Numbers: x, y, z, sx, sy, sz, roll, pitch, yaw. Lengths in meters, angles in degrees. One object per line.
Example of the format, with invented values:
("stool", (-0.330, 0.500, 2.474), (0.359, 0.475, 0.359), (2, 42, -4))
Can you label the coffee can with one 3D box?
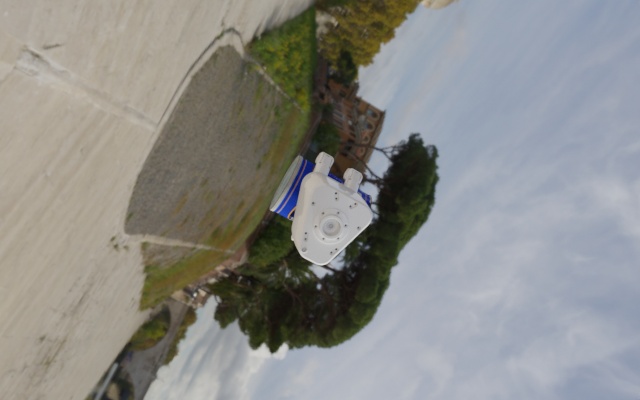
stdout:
("coffee can", (0.000, 0.003, 0.802), (0.140, 0.103, 0.103), (29, -6, -11))
